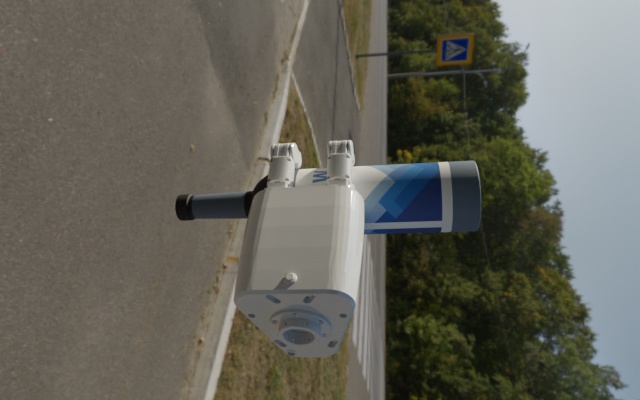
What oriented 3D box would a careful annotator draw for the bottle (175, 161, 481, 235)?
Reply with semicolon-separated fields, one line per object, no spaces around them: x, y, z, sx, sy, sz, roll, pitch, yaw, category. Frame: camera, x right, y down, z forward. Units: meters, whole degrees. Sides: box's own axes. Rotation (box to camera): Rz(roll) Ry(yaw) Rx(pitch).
0.000;0.001;0.472;0.296;0.069;0.069;-2;0;9;bottle
